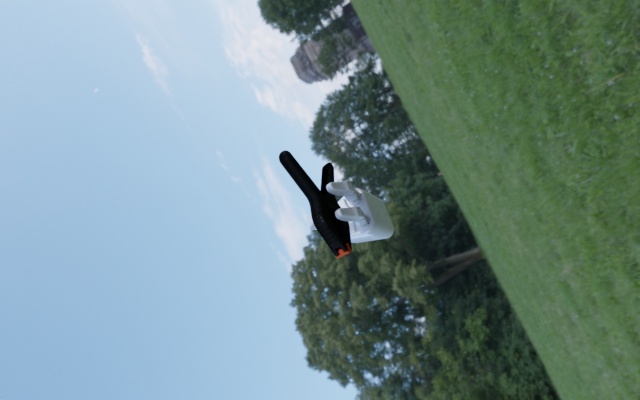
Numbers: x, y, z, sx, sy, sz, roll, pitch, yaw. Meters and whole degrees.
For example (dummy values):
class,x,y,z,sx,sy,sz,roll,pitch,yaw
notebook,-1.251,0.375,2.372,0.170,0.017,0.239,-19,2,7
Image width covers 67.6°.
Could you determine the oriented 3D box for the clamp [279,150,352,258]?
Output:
class,x,y,z,sx,sy,sz,roll,pitch,yaw
clamp,0.000,0.004,0.876,0.036,0.210,0.164,-31,-26,28
